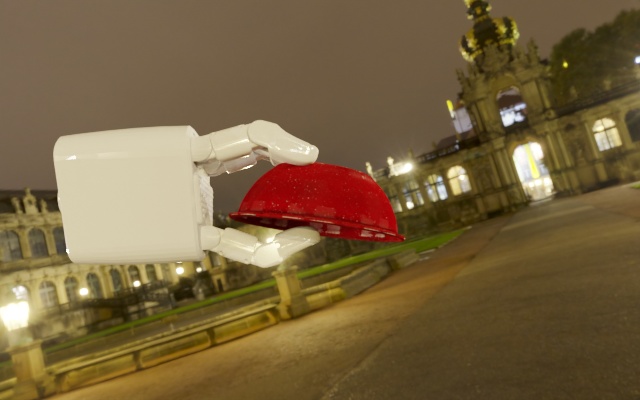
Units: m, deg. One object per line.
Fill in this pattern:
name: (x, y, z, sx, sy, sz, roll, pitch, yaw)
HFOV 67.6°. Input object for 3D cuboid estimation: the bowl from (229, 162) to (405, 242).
bowl: (0.001, 0.001, 0.442, 0.162, 0.055, 0.162, 8, -8, 1)
